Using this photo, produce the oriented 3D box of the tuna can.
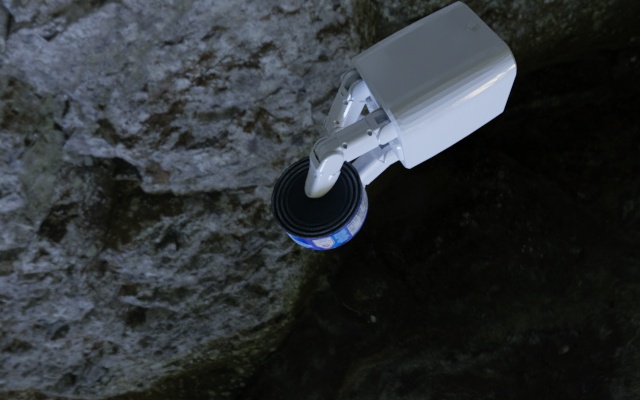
[{"bbox_3d":[0.000,0.002,0.442,0.086,0.086,0.034,0,-26,18],"label":"tuna can"}]
